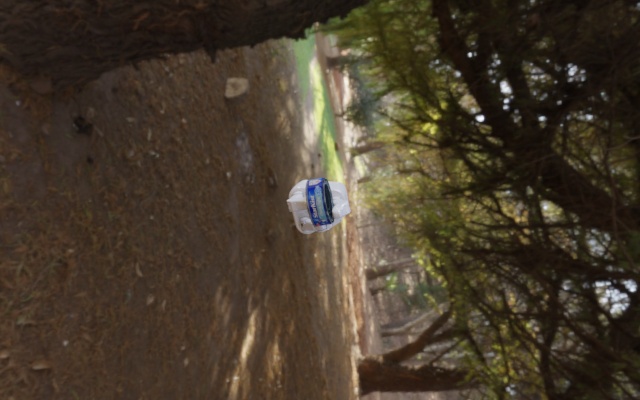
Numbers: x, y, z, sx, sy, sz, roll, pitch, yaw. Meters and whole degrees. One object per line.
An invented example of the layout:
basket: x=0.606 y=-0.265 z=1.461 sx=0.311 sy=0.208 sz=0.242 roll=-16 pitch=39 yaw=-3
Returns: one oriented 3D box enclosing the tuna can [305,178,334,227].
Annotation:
tuna can: x=0.001 y=0.003 z=0.857 sx=0.034 sy=0.086 sz=0.086 roll=-9 pitch=-2 yaw=11
